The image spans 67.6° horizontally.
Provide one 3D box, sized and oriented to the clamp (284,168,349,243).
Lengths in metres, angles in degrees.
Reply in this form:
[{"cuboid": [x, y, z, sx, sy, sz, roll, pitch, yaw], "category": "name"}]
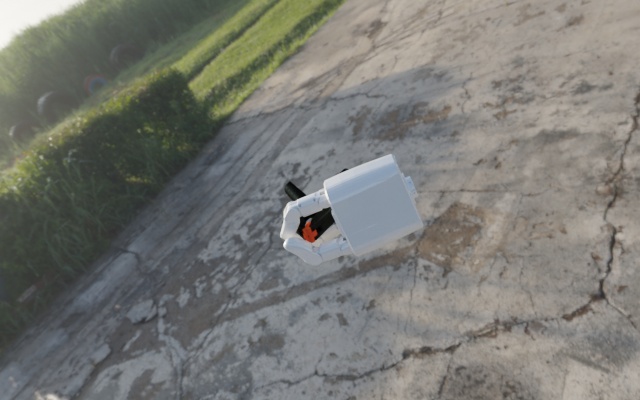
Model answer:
[{"cuboid": [0.000, 0.002, 0.759, 0.120, 0.039, 0.171, -22, 32, 9], "category": "clamp"}]
